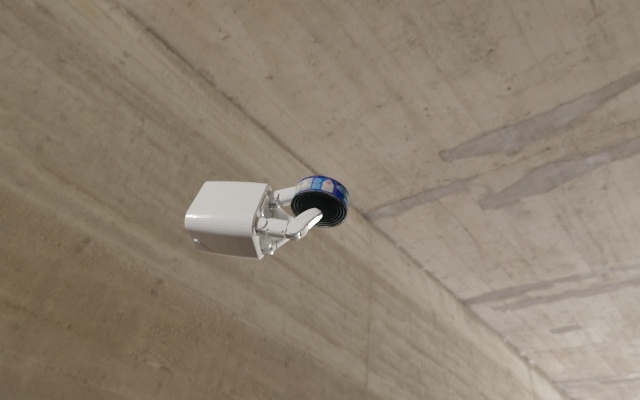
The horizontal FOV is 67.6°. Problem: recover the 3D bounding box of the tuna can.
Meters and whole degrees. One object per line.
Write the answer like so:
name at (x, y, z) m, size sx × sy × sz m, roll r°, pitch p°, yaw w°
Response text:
tuna can at (0.000, 0.002, 0.716) m, size 0.086 × 0.033 × 0.086 m, roll 9°, pitch -39°, yaw 7°
